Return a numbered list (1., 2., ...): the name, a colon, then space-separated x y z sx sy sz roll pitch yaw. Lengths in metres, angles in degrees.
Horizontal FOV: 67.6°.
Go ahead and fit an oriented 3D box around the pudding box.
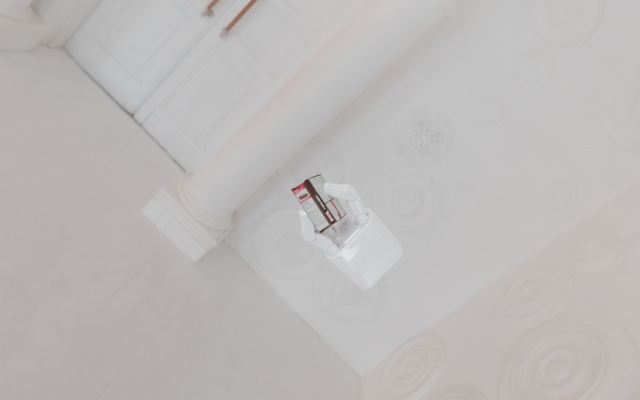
1. pudding box: 0.000 0.003 0.827 0.039 0.090 0.113 -35 -1 12
